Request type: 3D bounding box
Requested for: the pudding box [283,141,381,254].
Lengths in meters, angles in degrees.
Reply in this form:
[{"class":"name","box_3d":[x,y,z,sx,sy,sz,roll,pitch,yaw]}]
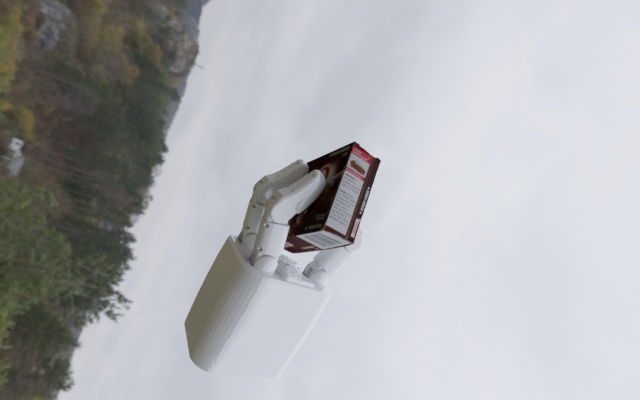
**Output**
[{"class":"pudding box","box_3d":[0.000,0.002,0.459,0.039,0.090,0.113,30,-23,-26]}]
